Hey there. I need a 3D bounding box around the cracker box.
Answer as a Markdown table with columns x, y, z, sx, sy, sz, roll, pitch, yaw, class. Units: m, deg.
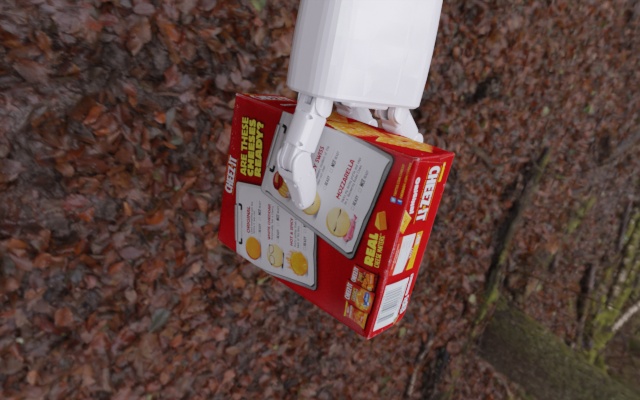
| x | y | z | sx | sy | sz | roll | pitch | yaw | class |
| --- | --- | --- | --- | --- | --- | --- | --- | --- | --- |
| 0.000 | 0.002 | 0.458 | 0.213 | 0.164 | 0.072 | 26 | 24 | 36 | cracker box |
